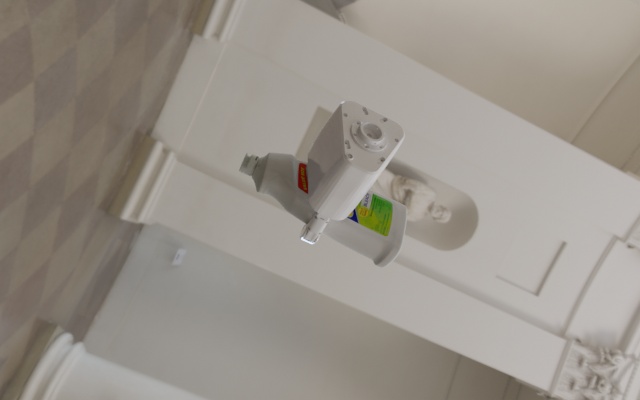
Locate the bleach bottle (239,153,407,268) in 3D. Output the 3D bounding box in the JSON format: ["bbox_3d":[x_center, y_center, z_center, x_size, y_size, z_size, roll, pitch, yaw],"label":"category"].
[{"bbox_3d":[0.000,0.002,0.695,0.251,0.102,0.068,24,-39,-8],"label":"bleach bottle"}]
